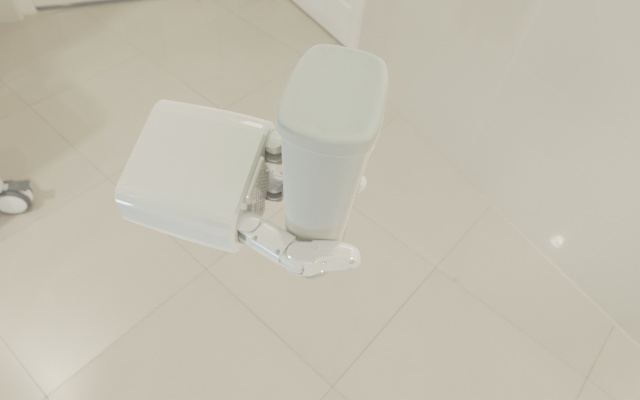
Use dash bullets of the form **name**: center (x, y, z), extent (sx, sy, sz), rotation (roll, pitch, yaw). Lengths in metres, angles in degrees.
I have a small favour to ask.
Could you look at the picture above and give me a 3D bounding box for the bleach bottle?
- **bleach bottle**: center (0.000, 0.001, 0.410), extent (0.068, 0.102, 0.251), rotation (13, -38, 4)
